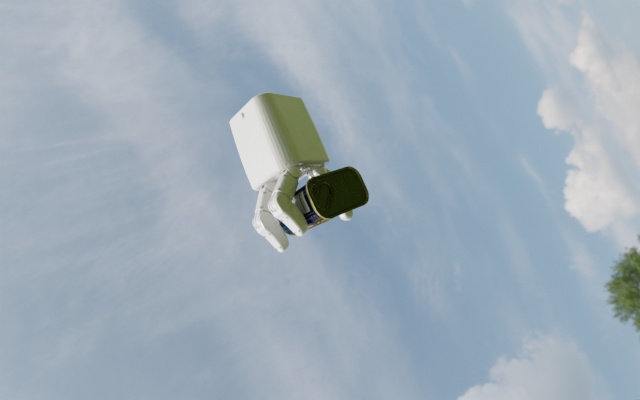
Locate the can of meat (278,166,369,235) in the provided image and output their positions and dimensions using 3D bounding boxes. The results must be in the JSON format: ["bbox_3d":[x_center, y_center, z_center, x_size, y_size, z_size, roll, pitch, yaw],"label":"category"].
[{"bbox_3d":[0.000,0.002,0.645,0.102,0.057,0.084,-20,-6,-43],"label":"can of meat"}]
